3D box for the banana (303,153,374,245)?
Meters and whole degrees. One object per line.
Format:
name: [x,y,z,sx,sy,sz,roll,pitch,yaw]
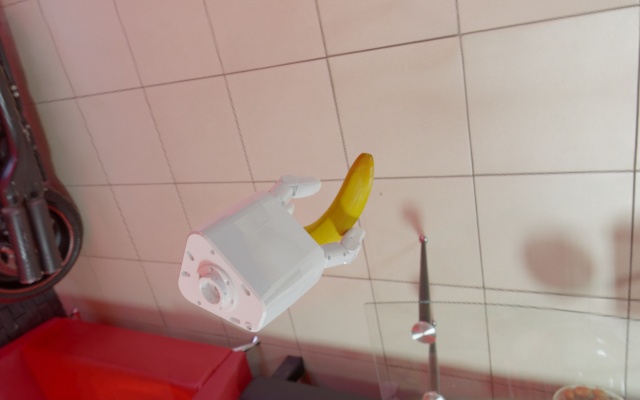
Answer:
banana: [0.008,0.019,0.594,0.198,0.069,0.037,-38,-8,40]
